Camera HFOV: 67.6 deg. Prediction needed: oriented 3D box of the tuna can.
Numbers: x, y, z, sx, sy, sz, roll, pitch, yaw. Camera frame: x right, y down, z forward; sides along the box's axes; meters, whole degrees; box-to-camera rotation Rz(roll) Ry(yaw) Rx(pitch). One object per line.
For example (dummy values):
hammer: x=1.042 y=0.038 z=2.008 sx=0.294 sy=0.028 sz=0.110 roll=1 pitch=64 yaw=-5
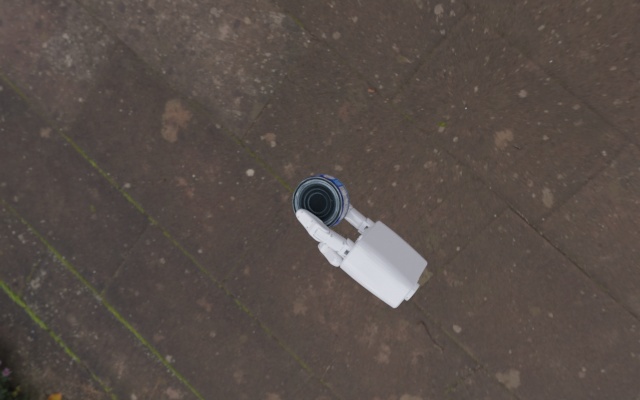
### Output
tuna can: x=0.000 y=0.002 z=0.748 sx=0.086 sy=0.086 sz=0.034 roll=0 pitch=7 yaw=21
